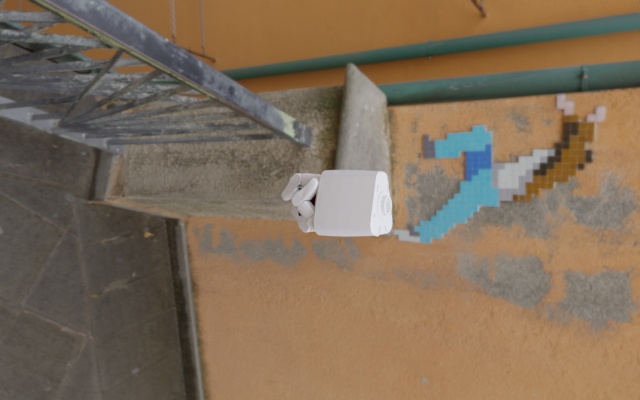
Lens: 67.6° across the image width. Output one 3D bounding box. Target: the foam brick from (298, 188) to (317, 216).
[{"bbox_3d":[0.000,0.003,0.878,0.051,0.053,0.078,0,1,29],"label":"foam brick"}]
